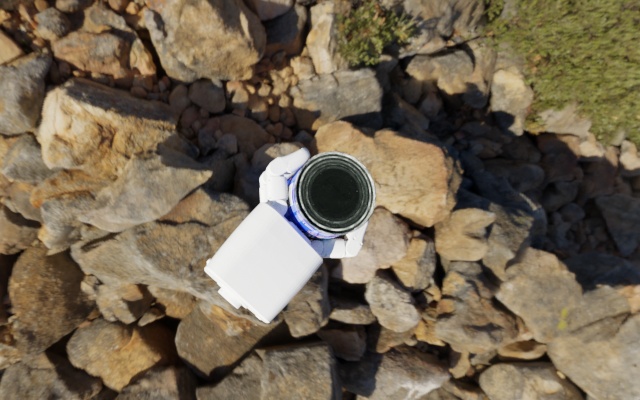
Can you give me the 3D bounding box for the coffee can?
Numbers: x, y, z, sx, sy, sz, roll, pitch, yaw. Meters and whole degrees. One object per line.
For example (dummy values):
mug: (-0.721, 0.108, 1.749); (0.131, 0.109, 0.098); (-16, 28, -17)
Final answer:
coffee can: (0.000, 0.002, 0.634); (0.103, 0.103, 0.140); (0, -9, -16)
